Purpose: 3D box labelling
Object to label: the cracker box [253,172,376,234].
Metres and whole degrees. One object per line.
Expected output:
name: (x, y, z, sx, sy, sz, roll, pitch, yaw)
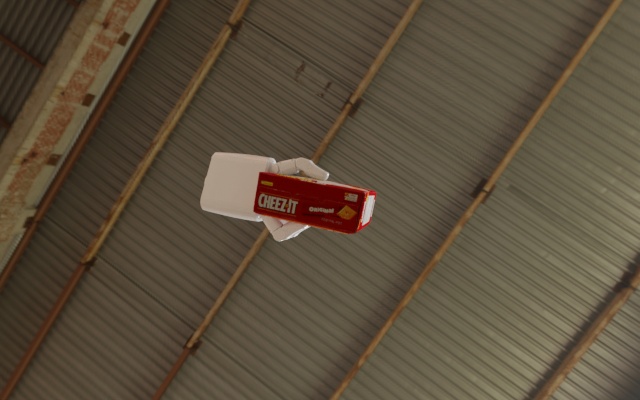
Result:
cracker box: (0.000, 0.002, 0.800, 0.164, 0.072, 0.213, 11, 3, 11)
